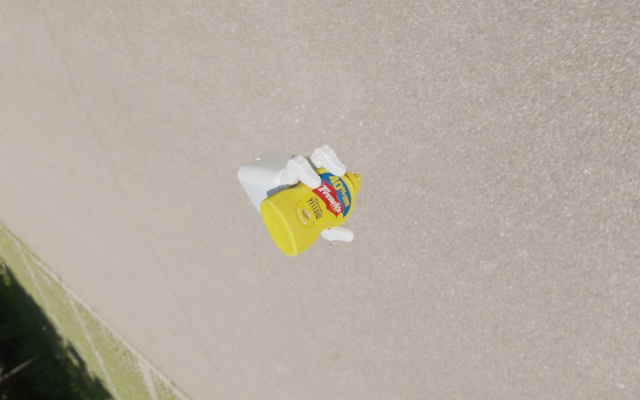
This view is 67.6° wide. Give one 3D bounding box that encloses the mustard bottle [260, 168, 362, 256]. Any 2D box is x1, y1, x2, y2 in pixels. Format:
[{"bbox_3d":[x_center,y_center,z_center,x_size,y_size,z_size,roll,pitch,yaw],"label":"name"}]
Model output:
[{"bbox_3d":[0.000,0.003,0.757,0.191,0.096,0.058,-32,7,-37],"label":"mustard bottle"}]
